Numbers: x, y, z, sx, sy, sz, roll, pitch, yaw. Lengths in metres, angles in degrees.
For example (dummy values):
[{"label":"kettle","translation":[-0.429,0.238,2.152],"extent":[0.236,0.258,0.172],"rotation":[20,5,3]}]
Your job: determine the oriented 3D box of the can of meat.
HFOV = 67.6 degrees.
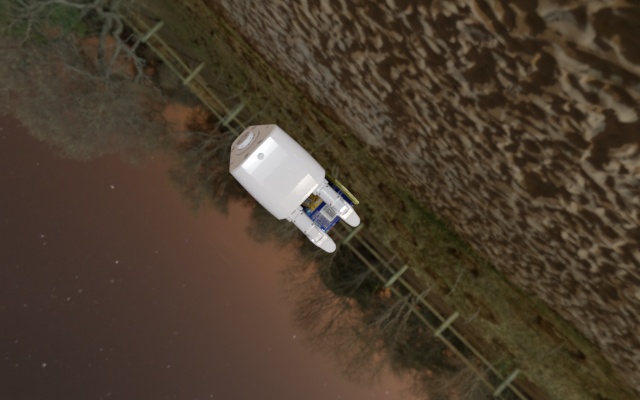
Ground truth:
[{"label":"can of meat","translation":[0.000,0.003,0.761],"extent":[0.057,0.084,0.102],"rotation":[44,0,-31]}]
